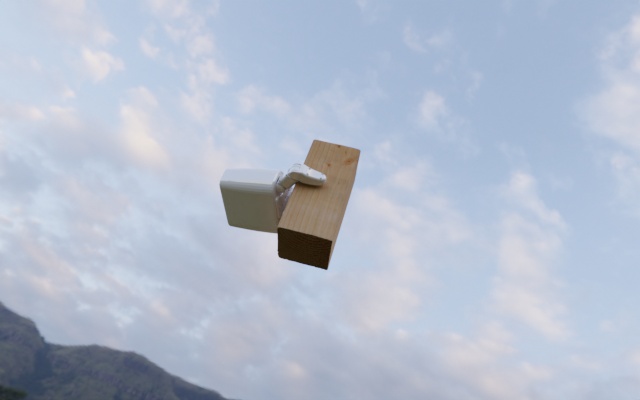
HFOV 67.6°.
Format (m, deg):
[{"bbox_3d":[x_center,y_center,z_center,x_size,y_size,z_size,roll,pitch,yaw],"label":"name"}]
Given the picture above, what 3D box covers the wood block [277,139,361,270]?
[{"bbox_3d":[0.000,0.002,0.824,0.090,0.206,0.091,14,-38,7],"label":"wood block"}]
